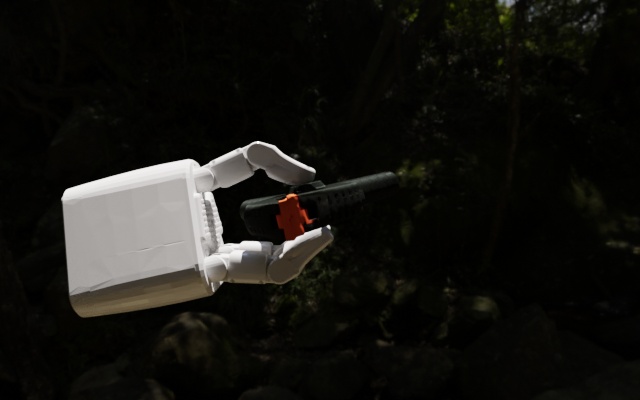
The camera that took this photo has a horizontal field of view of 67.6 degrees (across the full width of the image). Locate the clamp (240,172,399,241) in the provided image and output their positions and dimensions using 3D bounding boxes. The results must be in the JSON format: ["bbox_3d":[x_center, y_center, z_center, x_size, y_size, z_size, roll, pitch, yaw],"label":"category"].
[{"bbox_3d":[0.000,0.001,0.403,0.164,0.036,0.210,-13,3,-1],"label":"clamp"}]
